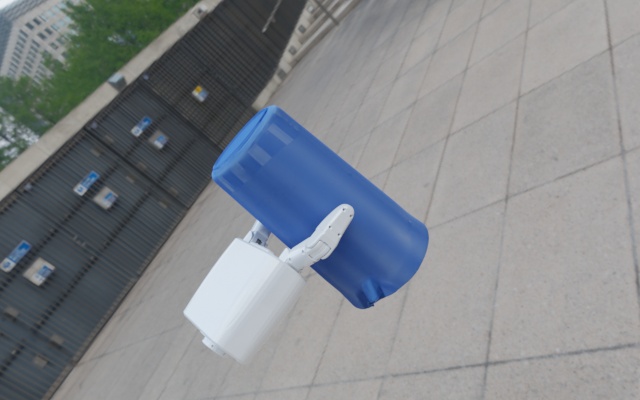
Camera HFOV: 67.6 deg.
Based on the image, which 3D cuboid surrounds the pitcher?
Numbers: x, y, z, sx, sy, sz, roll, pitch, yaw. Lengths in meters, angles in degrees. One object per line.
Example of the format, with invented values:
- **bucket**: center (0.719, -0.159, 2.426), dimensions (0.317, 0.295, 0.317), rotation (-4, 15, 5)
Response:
- **pitcher**: center (0.000, 0.002, 0.564), dimensions (0.243, 0.145, 0.149), rotation (41, -16, -18)
